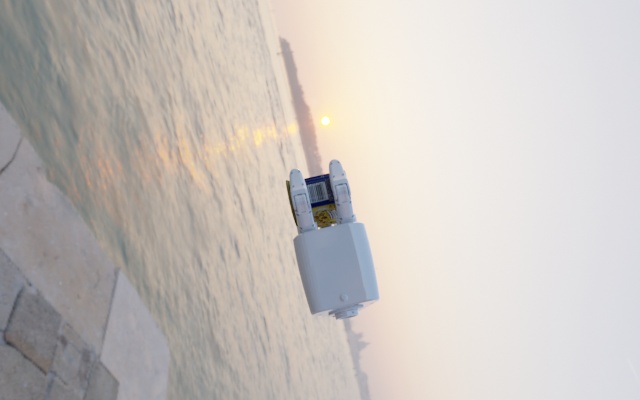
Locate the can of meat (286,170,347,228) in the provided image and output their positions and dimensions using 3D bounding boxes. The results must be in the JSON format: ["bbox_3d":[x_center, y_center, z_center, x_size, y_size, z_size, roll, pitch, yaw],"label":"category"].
[{"bbox_3d":[0.000,0.002,0.687,0.084,0.057,0.102,-12,-23,-1],"label":"can of meat"}]
